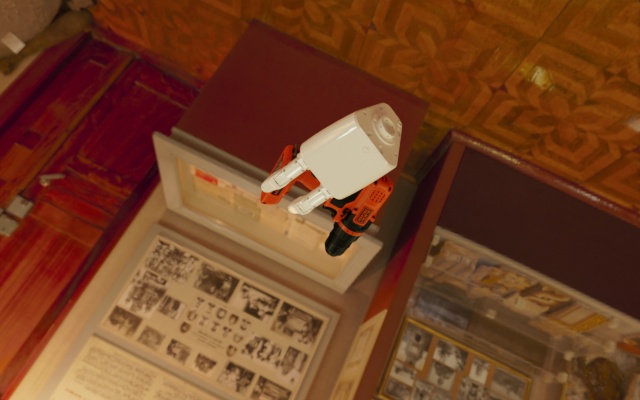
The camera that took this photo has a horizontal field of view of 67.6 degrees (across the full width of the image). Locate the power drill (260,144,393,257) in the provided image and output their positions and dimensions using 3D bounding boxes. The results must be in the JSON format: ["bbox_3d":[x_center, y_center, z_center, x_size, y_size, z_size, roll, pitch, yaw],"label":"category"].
[{"bbox_3d":[0.000,0.002,0.790,0.188,0.184,0.057,23,32,-16],"label":"power drill"}]
